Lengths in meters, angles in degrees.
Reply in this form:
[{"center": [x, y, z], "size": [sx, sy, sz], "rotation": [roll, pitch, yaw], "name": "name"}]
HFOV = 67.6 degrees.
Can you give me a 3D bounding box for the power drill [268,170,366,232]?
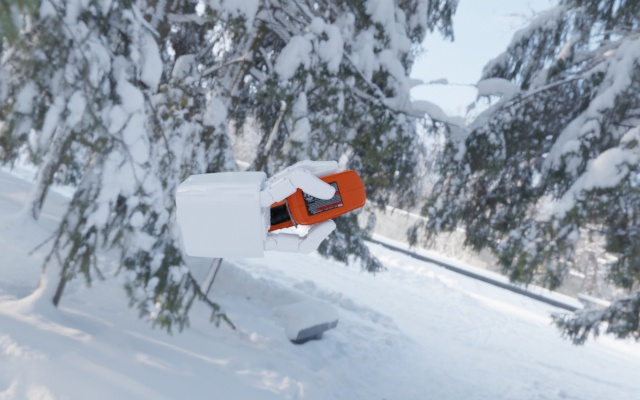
[{"center": [0.000, 0.002, 0.713], "size": [0.184, 0.057, 0.188], "rotation": [-19, -3, -17], "name": "power drill"}]
